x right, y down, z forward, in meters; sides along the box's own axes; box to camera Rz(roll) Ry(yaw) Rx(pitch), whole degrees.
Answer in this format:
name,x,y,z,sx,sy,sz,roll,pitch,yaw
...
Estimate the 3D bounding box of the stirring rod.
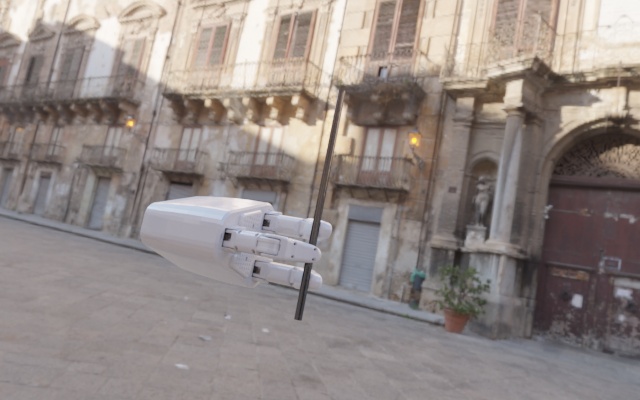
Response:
name,x,y,z,sx,sy,sz,roll,pitch,yaw
stirring rod,0.000,0.002,0.490,0.011,0.239,0.011,11,-7,1
